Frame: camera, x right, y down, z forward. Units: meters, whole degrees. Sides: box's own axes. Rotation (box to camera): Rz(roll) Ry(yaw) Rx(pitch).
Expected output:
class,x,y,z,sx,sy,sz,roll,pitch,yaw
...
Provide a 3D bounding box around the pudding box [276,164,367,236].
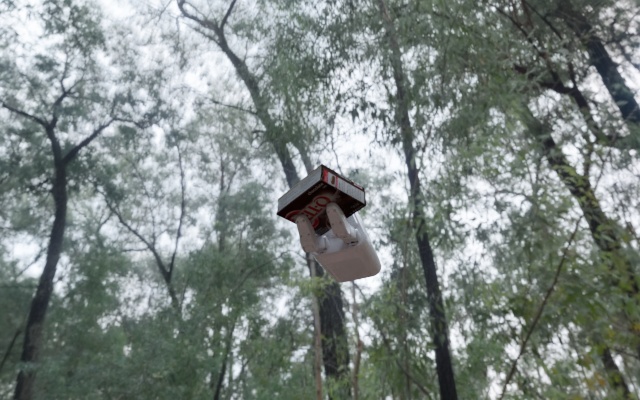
class,x,y,z,sx,sy,sz,roll,pitch,yaw
pudding box,0.000,0.002,0.733,0.090,0.039,0.113,27,-47,-30
